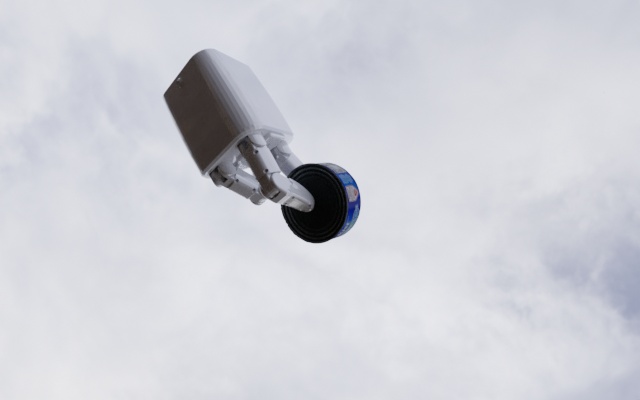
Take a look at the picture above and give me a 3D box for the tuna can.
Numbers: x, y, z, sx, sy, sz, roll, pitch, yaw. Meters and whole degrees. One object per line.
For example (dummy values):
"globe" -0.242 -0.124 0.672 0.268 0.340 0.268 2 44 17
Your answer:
"tuna can" 0.000 0.002 0.516 0.086 0.086 0.034 0 6 34
